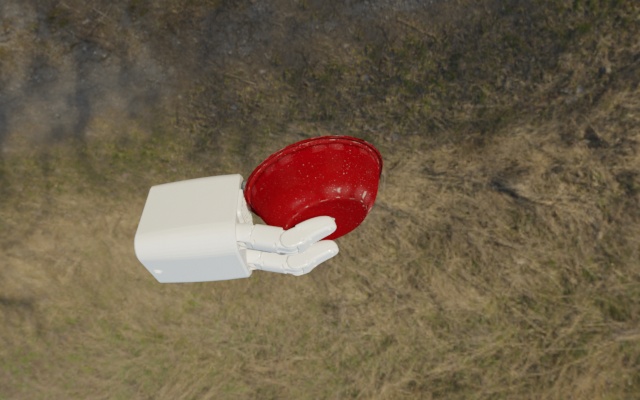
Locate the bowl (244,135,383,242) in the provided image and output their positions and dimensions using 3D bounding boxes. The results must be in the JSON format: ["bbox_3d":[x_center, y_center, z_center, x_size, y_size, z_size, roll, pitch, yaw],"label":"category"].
[{"bbox_3d":[0.001,0.002,0.527,0.162,0.055,0.162,-13,-32,-8],"label":"bowl"}]
